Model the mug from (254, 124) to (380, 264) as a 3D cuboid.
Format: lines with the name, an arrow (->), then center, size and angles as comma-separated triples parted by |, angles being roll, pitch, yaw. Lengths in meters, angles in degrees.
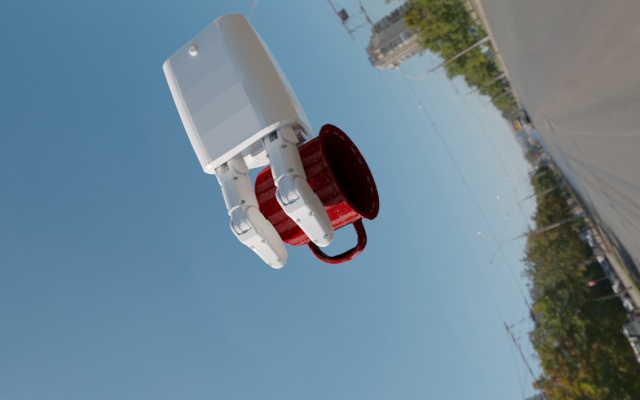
mug -> 0.001, 0.003, 0.432 | 0.081, 0.117, 0.093 | -27, -7, 25
